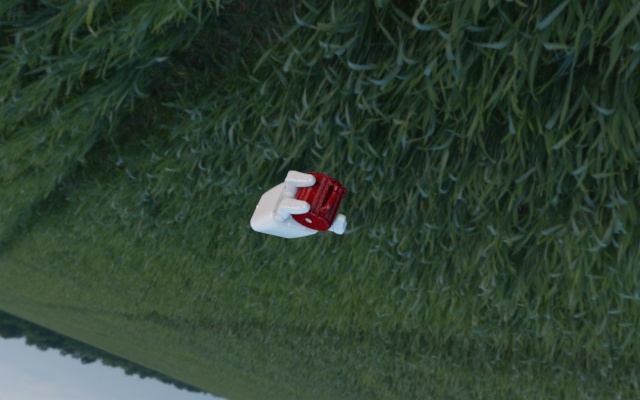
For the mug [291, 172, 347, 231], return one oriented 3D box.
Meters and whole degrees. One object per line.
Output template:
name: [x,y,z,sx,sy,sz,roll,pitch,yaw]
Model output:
mug: [0.001,0.003,0.893,0.093,0.081,0.117,32,-25,-22]
